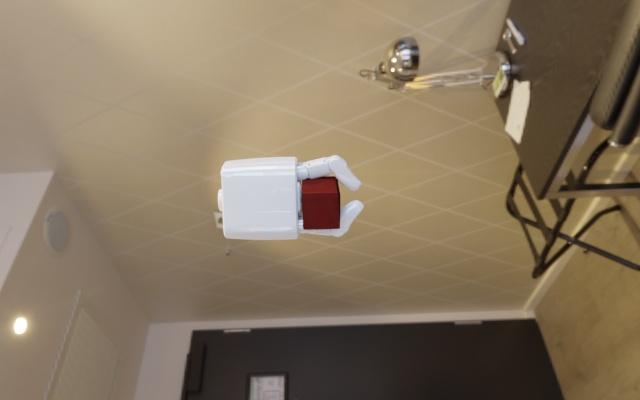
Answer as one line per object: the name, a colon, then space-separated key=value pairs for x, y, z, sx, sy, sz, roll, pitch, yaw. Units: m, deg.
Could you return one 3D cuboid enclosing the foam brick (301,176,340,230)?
foam brick: x=0.000 y=0.002 z=0.662 sx=0.051 sy=0.053 sz=0.078 roll=-1 pitch=20 yaw=-1
